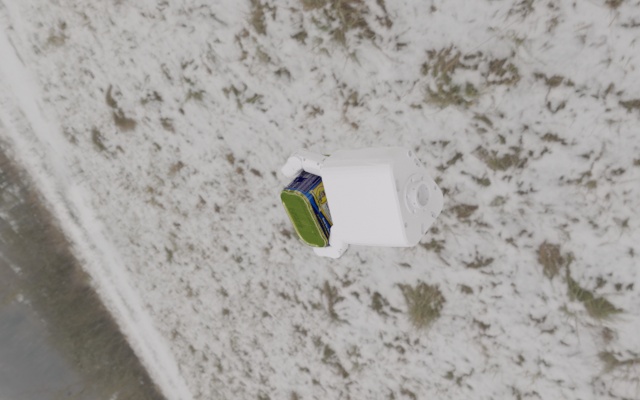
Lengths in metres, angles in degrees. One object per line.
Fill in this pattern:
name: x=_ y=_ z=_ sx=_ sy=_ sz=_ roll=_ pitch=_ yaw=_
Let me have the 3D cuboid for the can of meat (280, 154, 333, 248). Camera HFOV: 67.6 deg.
can of meat: x=0.000 y=0.002 z=0.653 sx=0.057 sy=0.102 sz=0.084 roll=6 pitch=42 yaw=43
